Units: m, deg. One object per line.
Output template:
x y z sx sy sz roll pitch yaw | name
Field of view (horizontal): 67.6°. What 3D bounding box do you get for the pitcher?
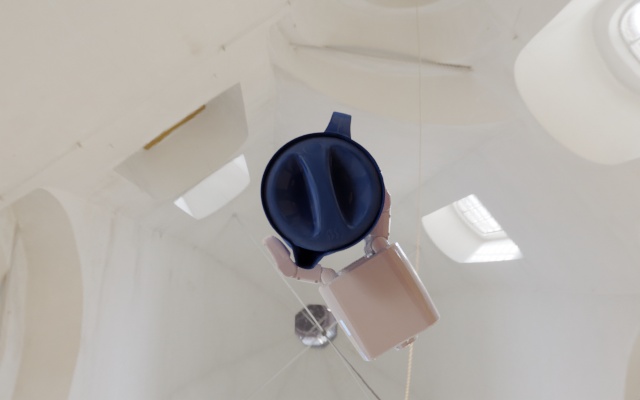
0.000 0.002 0.621 0.149 0.145 0.243 -32 -7 -9 | pitcher
